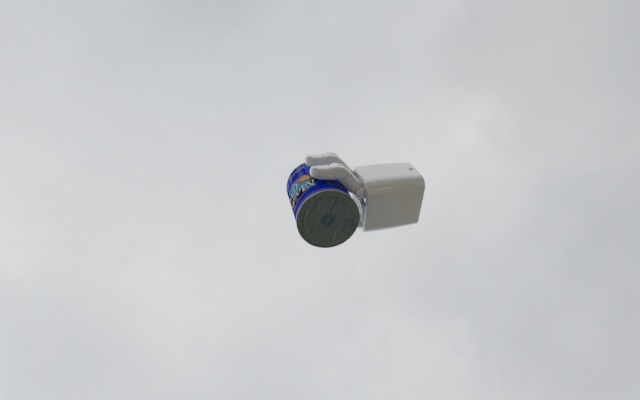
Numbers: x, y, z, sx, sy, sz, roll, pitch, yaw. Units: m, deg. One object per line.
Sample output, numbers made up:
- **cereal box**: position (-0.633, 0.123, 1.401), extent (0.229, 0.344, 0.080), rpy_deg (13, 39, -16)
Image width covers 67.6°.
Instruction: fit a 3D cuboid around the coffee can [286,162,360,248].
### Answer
- **coffee can**: position (0.000, 0.003, 0.817), extent (0.103, 0.103, 0.140), rpy_deg (0, 25, -12)
